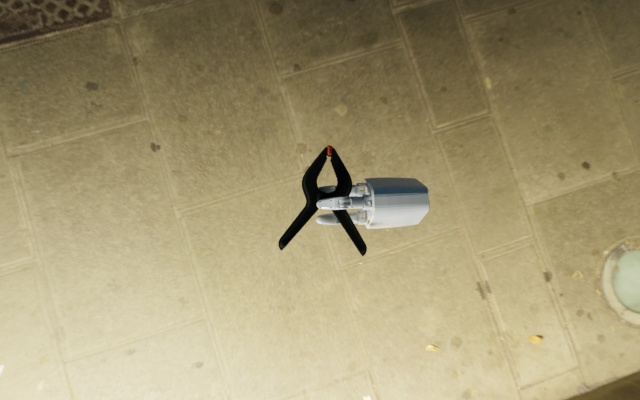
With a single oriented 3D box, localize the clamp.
[{"bbox_3d":[0.000,0.002,0.894,0.164,0.210,0.036,-3,-4,-3],"label":"clamp"}]
